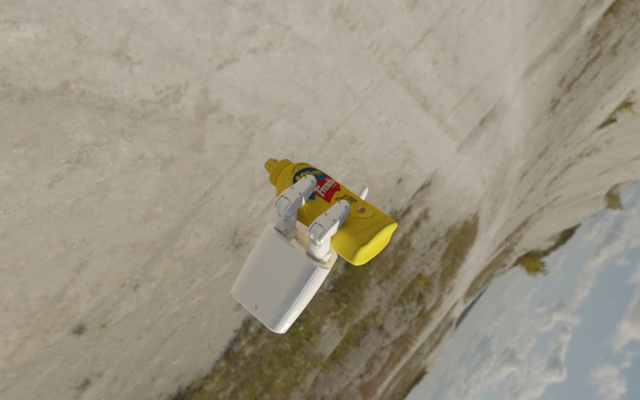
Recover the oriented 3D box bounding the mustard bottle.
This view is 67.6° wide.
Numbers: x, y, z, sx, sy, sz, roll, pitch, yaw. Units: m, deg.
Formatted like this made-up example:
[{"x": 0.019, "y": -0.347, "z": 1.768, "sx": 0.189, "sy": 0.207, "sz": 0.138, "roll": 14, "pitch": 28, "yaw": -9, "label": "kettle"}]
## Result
[{"x": 0.000, "y": 0.002, "z": 0.623, "sx": 0.191, "sy": 0.058, "sz": 0.096, "roll": 36, "pitch": 34, "yaw": 21, "label": "mustard bottle"}]
